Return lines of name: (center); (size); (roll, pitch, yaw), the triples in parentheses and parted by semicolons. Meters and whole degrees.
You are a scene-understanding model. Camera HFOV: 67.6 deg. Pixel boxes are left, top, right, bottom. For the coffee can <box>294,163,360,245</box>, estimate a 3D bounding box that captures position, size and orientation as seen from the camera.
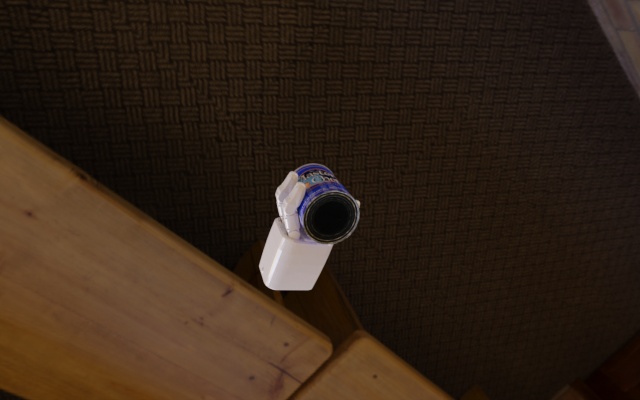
coffee can: (0.000, 0.003, 0.875); (0.103, 0.103, 0.140); (0, 23, -17)
